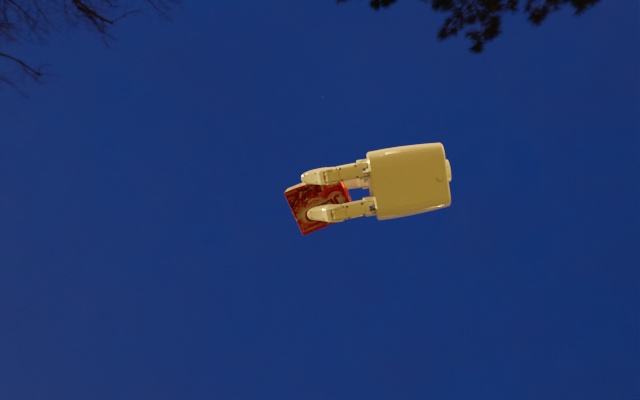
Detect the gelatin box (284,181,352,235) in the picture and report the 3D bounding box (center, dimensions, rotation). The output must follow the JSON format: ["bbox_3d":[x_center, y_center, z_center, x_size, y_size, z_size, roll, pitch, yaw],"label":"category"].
[{"bbox_3d":[0.000,0.002,0.722,0.089,0.073,0.030,-22,10,13],"label":"gelatin box"}]
